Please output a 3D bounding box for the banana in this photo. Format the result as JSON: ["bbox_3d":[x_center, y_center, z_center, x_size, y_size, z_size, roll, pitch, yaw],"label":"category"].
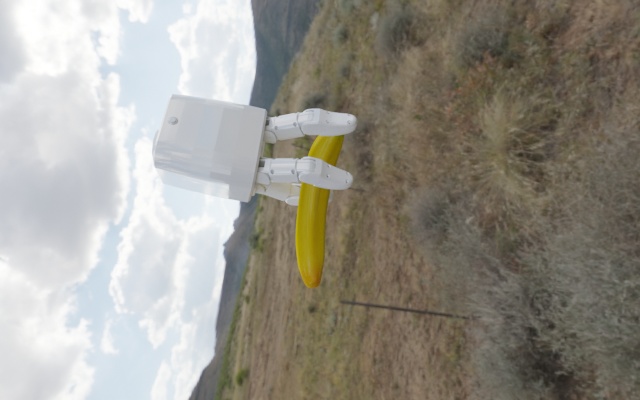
[{"bbox_3d":[-0.004,-0.001,0.552,0.037,0.198,0.069,12,-6,-14],"label":"banana"}]
